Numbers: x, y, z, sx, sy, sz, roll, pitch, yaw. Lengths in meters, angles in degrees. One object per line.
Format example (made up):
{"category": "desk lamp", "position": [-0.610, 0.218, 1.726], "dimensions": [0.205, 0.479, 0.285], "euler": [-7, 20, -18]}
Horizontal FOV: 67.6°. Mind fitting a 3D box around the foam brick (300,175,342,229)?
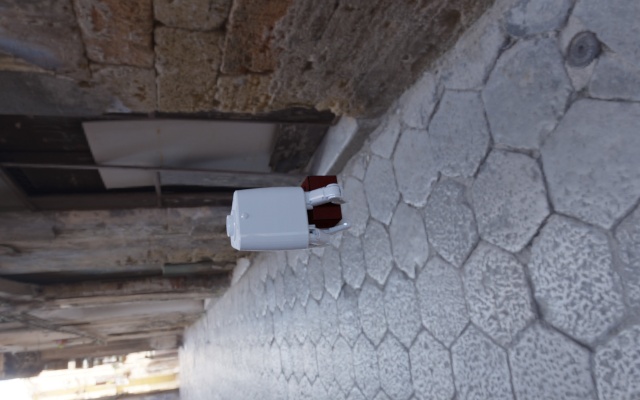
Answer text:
{"category": "foam brick", "position": [0.000, 0.002, 0.785], "dimensions": [0.051, 0.078, 0.053], "euler": [-2, -19, -17]}
